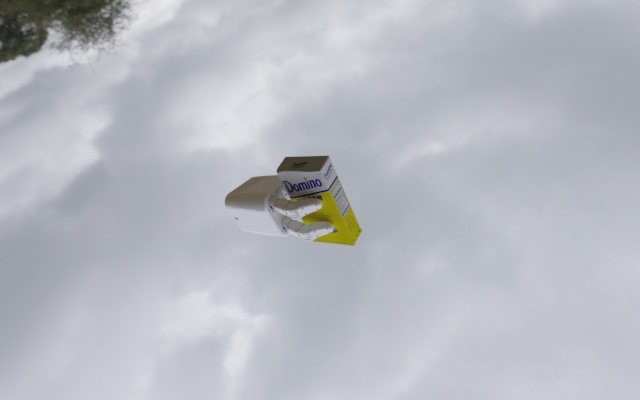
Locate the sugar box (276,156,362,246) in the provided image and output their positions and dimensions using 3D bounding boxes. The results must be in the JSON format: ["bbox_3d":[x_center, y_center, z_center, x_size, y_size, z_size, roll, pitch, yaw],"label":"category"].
[{"bbox_3d":[0.000,0.003,0.832,0.093,0.048,0.176,2,-44,34],"label":"sugar box"}]
